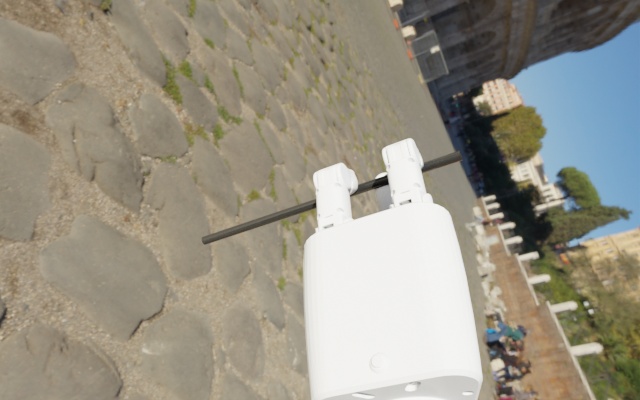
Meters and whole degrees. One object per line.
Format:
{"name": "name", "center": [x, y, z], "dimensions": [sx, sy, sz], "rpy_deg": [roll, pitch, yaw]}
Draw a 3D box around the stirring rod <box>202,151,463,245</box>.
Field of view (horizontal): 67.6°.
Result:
{"name": "stirring rod", "center": [0.000, 0.001, 0.406], "dimensions": [0.239, 0.011, 0.011], "rpy_deg": [-18, -6, 19]}
